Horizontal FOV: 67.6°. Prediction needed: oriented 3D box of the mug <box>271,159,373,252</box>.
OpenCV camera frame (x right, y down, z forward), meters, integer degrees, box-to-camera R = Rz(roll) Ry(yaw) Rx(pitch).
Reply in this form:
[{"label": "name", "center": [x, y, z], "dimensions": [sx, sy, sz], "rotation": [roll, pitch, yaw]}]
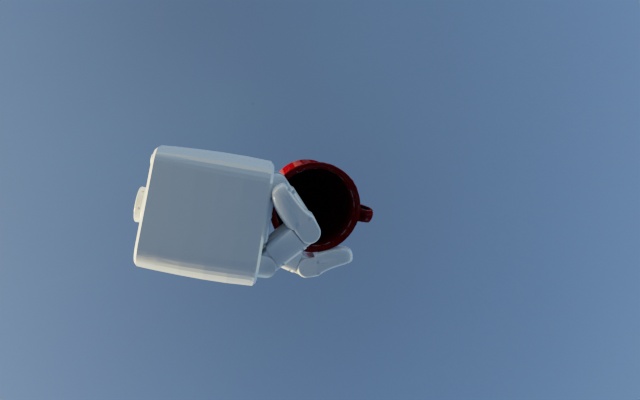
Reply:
[{"label": "mug", "center": [0.001, 0.002, 0.520], "dimensions": [0.117, 0.093, 0.081], "rotation": [10, 10, -12]}]
